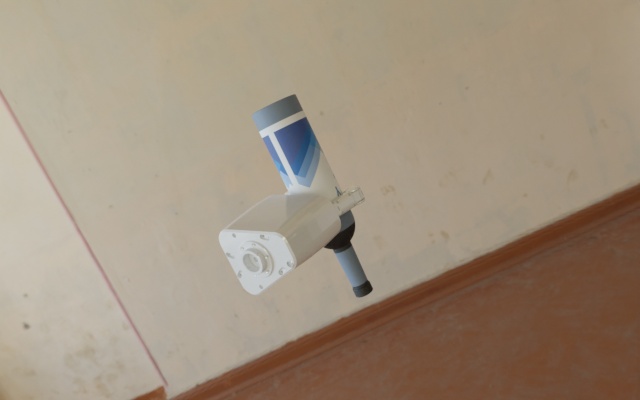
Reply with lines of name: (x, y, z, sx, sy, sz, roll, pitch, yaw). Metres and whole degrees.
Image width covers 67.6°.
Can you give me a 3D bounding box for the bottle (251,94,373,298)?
bottle: (0.000, 0.002, 0.664, 0.069, 0.296, 0.069, -25, 9, 4)
